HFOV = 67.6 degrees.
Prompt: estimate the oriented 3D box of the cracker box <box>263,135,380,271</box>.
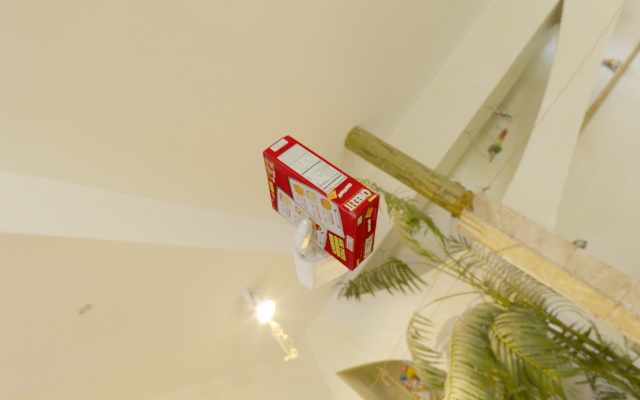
[{"bbox_3d":[0.000,0.003,0.848,0.213,0.164,0.072,35,60,26],"label":"cracker box"}]
